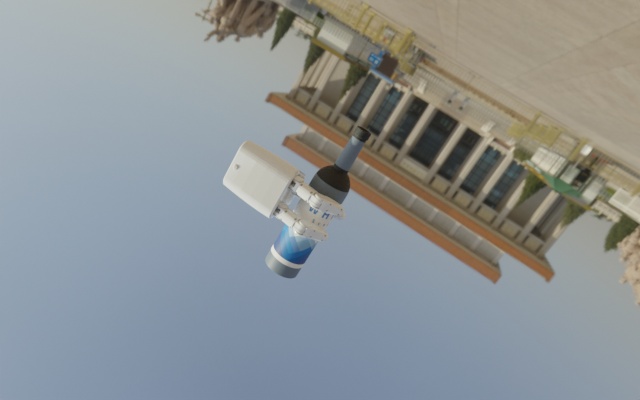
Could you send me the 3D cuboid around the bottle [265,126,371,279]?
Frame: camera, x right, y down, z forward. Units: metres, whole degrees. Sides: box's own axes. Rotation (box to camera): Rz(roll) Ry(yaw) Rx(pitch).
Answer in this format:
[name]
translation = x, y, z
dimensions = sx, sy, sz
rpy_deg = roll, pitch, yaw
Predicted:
[bottle]
translation = 0.000, 0.003, 0.835
dimensions = 0.069, 0.296, 0.069
rpy_deg = 28, 18, -10
